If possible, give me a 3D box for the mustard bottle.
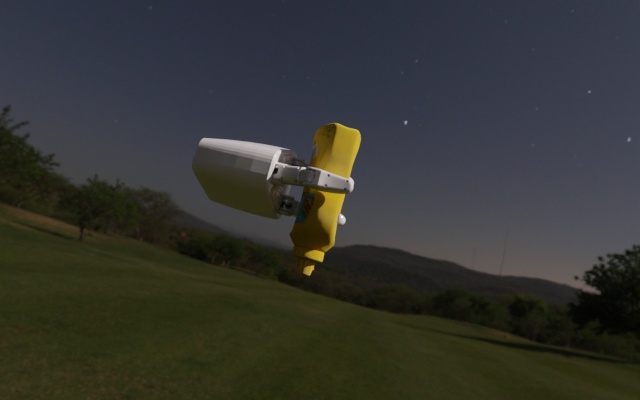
[{"bbox_3d":[0.000,0.002,0.619,0.058,0.191,0.096,17,-9,-13],"label":"mustard bottle"}]
